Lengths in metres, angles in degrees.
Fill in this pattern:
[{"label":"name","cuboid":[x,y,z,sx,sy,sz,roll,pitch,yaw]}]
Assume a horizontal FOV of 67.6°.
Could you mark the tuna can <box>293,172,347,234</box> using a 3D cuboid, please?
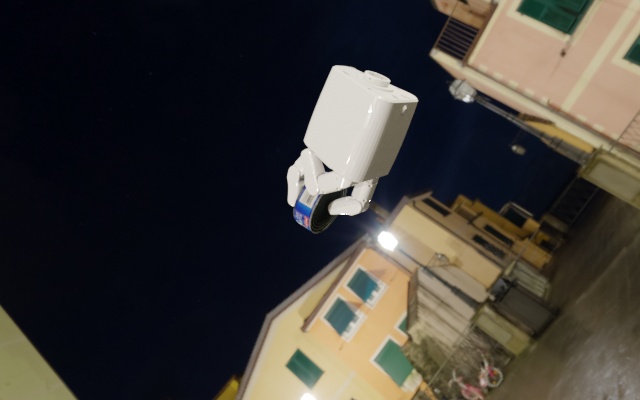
[{"label":"tuna can","cuboid":[0.000,0.002,0.683,0.033,0.086,0.086,31,14,24]}]
